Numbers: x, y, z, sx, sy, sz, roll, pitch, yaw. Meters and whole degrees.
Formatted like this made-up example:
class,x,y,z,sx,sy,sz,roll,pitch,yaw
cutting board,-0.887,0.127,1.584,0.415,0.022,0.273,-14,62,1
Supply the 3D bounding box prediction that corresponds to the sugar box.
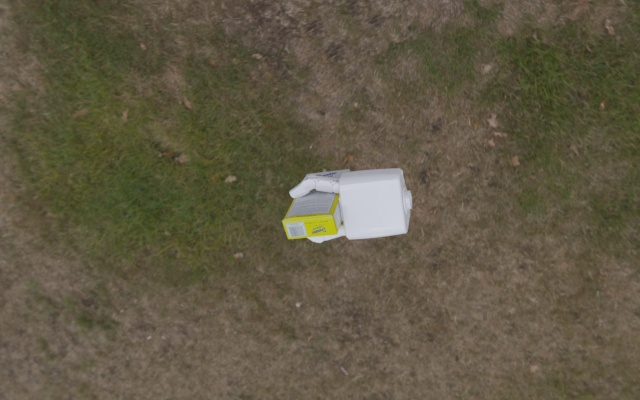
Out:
class,x,y,z,sx,sy,sz,roll,pitch,yaw
sugar box,0.000,0.003,0.877,0.093,0.048,0.176,-6,26,18
